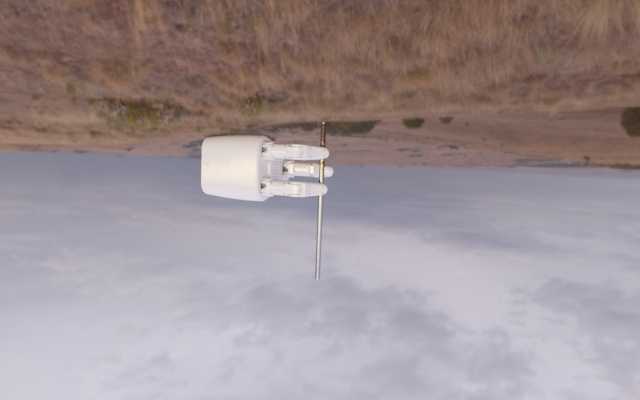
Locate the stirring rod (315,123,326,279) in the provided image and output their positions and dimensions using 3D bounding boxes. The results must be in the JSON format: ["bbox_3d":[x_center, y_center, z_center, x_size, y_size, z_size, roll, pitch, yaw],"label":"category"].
[{"bbox_3d":[0.000,0.002,0.733,0.011,0.239,0.011,2,5,0],"label":"stirring rod"}]
